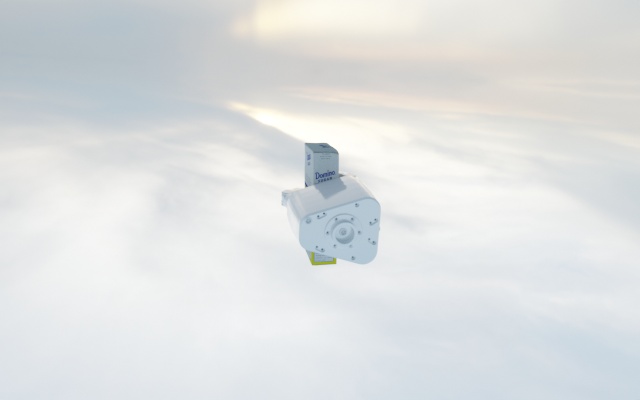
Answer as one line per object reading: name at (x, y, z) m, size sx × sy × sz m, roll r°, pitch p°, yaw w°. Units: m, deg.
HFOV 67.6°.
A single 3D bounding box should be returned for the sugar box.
sugar box at (0.001, 0.003, 0.746) m, size 0.048 × 0.176 × 0.093 m, roll 0°, pitch 16°, yaw -11°
